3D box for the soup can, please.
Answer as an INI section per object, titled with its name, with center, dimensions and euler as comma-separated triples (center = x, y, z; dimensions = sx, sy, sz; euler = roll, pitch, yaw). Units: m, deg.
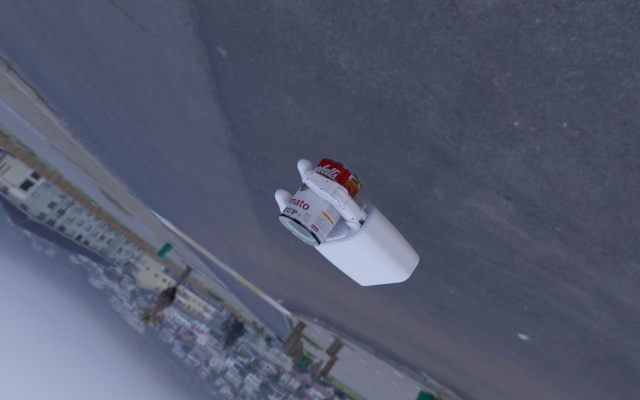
[soup can]
center = 0.000, 0.002, 0.642
dimensions = 0.068, 0.102, 0.068
euler = 33, -17, 12
